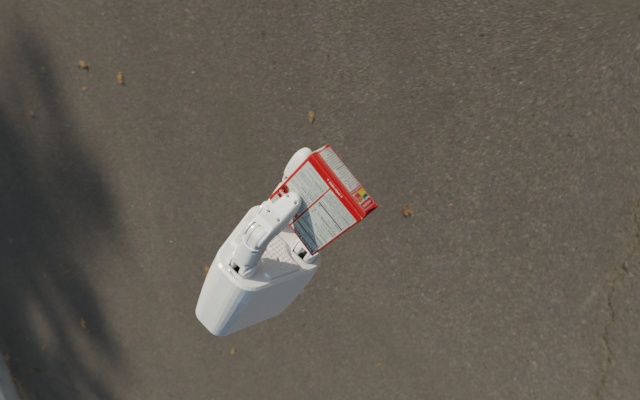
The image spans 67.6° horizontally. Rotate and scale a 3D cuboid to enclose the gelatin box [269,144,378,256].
[{"bbox_3d":[0.000,0.002,0.450,0.030,0.073,0.089,-35,-4,-43],"label":"gelatin box"}]
